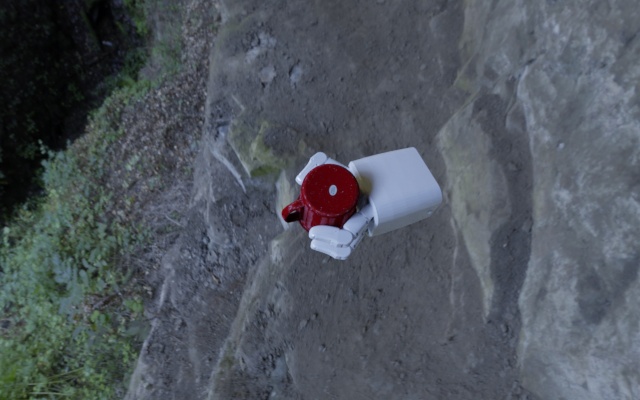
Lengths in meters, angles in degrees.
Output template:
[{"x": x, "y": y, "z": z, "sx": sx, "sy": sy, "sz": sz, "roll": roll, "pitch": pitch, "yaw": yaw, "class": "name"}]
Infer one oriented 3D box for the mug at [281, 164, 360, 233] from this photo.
[{"x": -0.001, "y": 0.002, "z": 0.682, "sx": 0.117, "sy": 0.093, "sz": 0.081, "roll": -16, "pitch": -19, "yaw": -10, "class": "mug"}]
